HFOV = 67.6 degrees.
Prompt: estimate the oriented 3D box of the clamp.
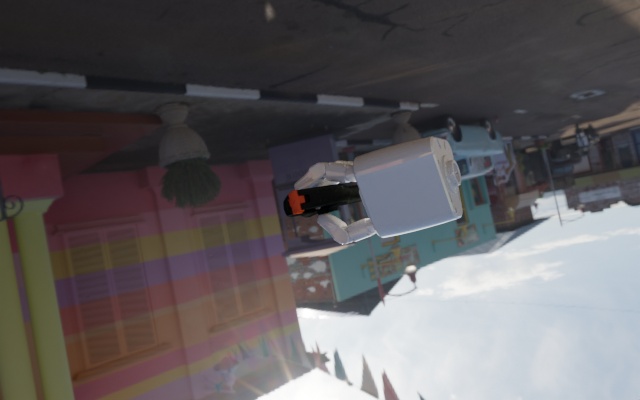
[{"bbox_3d":[0.000,0.003,0.682,0.164,0.036,0.210,-18,-5,29],"label":"clamp"}]
